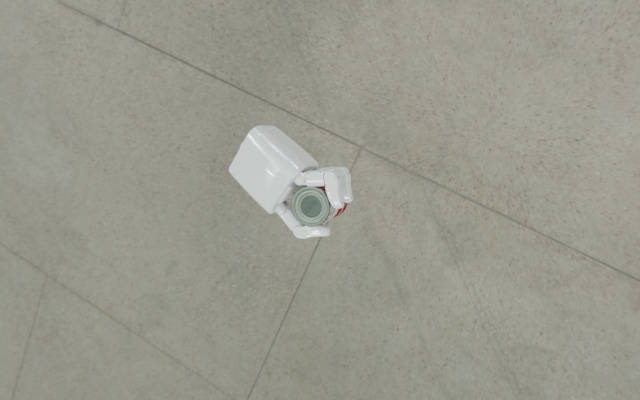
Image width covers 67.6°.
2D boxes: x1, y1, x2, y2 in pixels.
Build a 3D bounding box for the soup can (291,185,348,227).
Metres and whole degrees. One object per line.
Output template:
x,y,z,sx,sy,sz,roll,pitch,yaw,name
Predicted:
0.000,0.003,0.796,0.068,0.068,0.102,0,7,19,soup can
